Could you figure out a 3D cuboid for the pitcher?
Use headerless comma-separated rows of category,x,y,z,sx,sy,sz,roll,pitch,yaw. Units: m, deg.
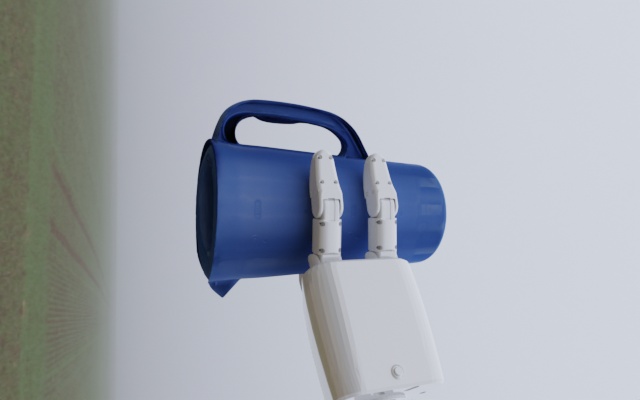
pitcher,0.000,0.002,0.481,0.243,0.145,0.149,1,-37,-22
